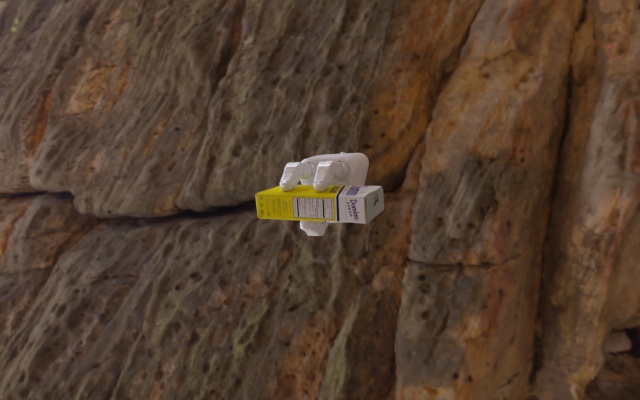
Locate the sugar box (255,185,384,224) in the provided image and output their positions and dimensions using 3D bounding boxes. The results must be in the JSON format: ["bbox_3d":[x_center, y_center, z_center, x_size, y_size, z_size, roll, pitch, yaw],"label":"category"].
[{"bbox_3d":[0.000,0.002,0.727,0.176,0.048,0.093,-1,11,23],"label":"sugar box"}]
